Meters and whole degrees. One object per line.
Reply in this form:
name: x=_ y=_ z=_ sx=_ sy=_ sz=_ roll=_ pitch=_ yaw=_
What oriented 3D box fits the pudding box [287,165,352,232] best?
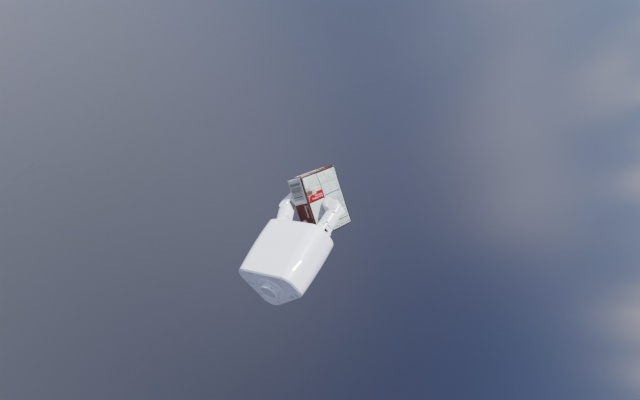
pudding box: x=0.000 y=0.003 z=0.841 sx=0.039 sy=0.113 sz=0.090 roll=-10 pitch=10 yaw=44
